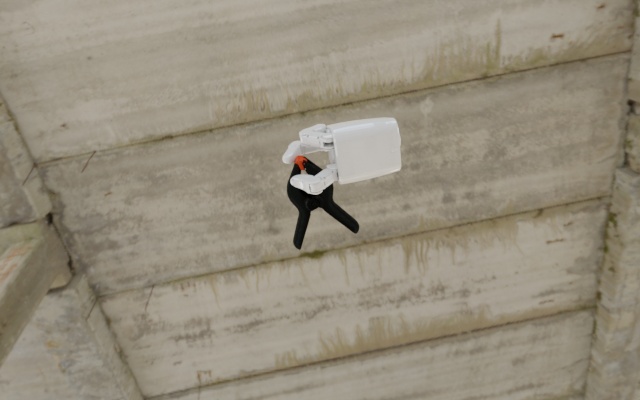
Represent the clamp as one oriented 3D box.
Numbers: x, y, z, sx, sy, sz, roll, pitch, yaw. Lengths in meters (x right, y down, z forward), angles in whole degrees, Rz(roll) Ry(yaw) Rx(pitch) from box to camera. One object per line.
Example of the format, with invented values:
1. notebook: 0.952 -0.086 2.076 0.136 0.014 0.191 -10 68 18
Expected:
1. clamp: 0.000 0.002 0.821 0.120 0.171 0.039 -11 28 -4
